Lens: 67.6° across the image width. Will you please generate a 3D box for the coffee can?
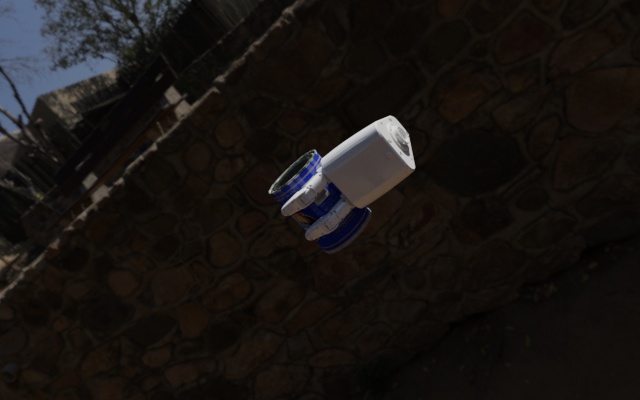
[{"bbox_3d":[0.000,0.003,0.783,0.103,0.140,0.102,-40,15,13],"label":"coffee can"}]
